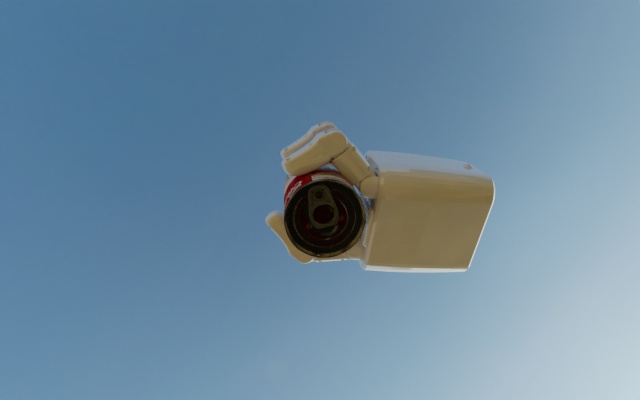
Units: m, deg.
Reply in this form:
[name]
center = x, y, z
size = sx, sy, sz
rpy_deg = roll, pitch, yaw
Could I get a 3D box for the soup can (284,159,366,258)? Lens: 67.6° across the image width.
[soup can]
center = 0.000, 0.001, 0.438
size = 0.068, 0.068, 0.102
rpy_deg = 0, 17, -5
